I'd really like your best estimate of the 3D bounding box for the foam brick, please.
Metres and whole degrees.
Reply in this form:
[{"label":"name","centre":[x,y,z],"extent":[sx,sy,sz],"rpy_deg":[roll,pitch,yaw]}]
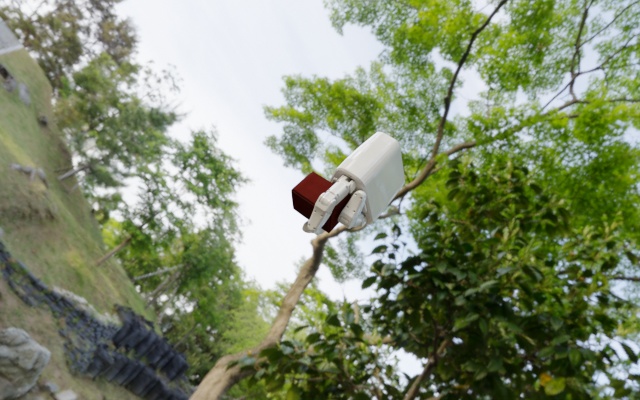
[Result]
[{"label":"foam brick","centre":[0.000,0.002,0.748],"extent":[0.078,0.051,0.053],"rpy_deg":[34,-29,20]}]
